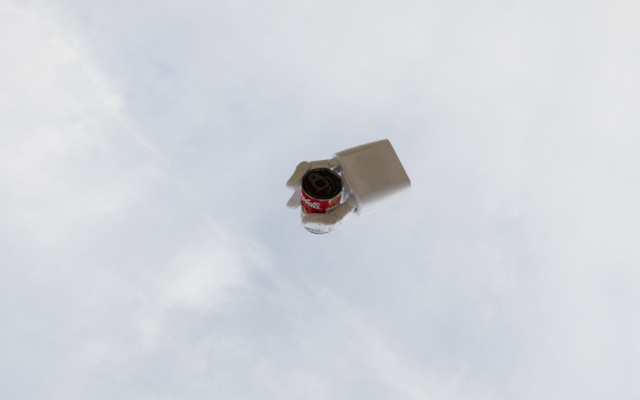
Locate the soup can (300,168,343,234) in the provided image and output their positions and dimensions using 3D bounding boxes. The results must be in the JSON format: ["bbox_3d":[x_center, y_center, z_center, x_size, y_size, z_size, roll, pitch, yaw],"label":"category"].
[{"bbox_3d":[0.000,0.003,0.808,0.068,0.068,0.102,0,-37,-4],"label":"soup can"}]
